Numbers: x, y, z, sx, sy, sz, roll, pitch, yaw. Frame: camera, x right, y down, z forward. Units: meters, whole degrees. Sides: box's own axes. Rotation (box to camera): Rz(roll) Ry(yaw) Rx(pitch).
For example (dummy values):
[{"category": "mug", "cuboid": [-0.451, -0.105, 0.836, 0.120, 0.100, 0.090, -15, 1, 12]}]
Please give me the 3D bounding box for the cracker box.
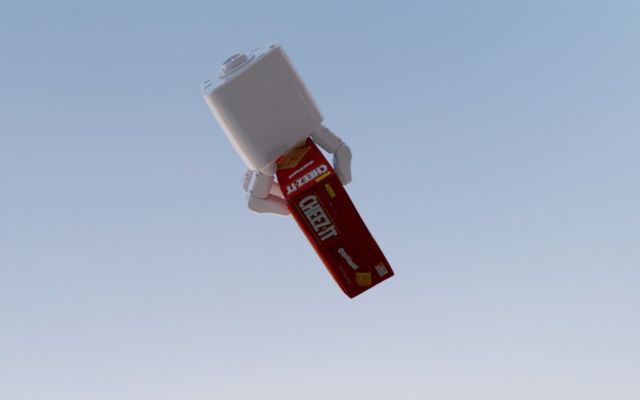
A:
[{"category": "cracker box", "cuboid": [0.000, 0.002, 0.627, 0.072, 0.164, 0.213, -31, 29, 2]}]
